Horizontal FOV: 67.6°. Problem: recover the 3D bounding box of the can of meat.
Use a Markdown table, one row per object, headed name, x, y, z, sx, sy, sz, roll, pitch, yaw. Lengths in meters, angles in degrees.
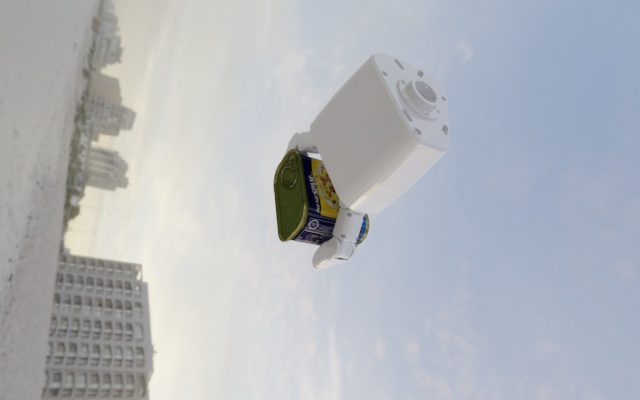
| name | x | y | z | sx | sy | sz | roll | pitch | yaw |
| --- | --- | --- | --- | --- | --- | --- | --- | --- | --- |
| can of meat | 0.000 | 0.002 | 0.524 | 0.084 | 0.102 | 0.057 | 14 | -42 | -29 |
